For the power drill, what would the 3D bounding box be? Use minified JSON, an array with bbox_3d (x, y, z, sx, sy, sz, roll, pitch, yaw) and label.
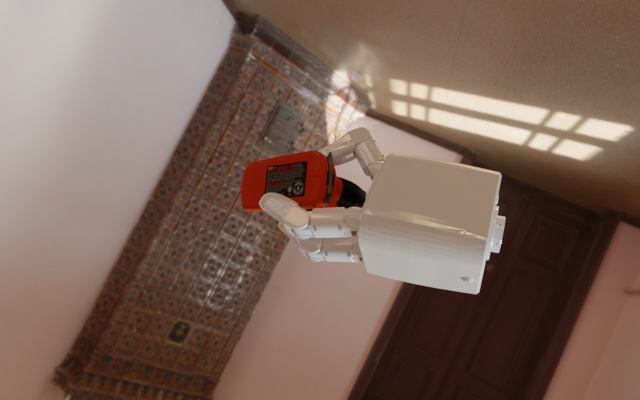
[{"bbox_3d":[0.000,0.002,0.546,0.184,0.057,0.188,-8,-16,35],"label":"power drill"}]
